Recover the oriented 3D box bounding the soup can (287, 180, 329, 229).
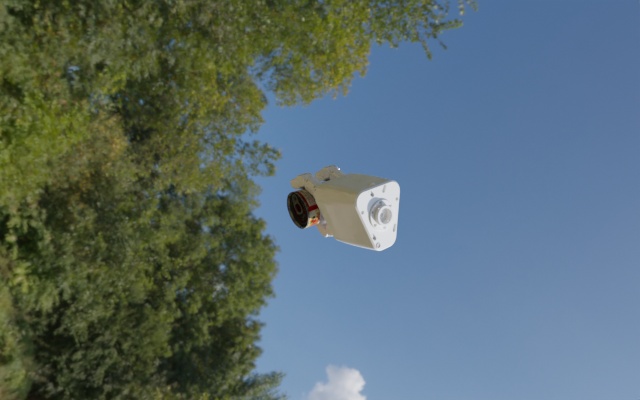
[{"bbox_3d":[0.000,0.003,0.859,0.102,0.068,0.068,-20,10,-31],"label":"soup can"}]
